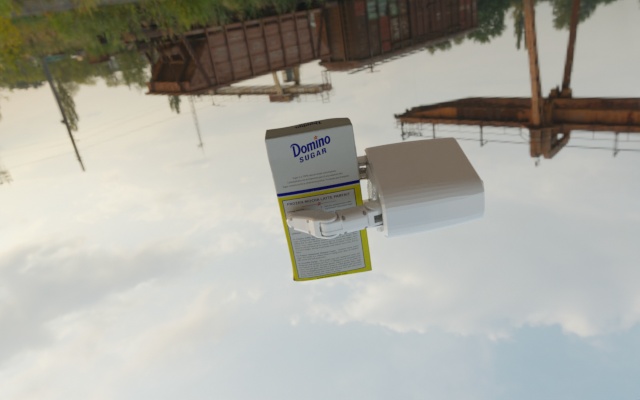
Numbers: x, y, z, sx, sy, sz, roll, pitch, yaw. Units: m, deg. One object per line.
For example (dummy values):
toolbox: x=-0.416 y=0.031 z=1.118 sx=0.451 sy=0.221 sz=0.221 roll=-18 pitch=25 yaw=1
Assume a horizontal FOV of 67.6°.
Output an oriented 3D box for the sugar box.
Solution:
sugar box: x=0.000 y=0.002 z=0.531 sx=0.093 sy=0.176 sz=0.048 roll=-9 pitch=22 yaw=0
